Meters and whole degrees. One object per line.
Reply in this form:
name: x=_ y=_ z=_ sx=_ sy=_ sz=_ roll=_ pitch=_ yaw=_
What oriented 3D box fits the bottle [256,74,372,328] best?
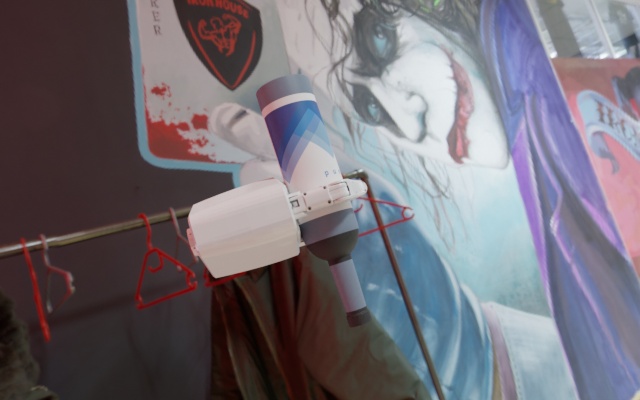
bottle: x=0.000 y=0.002 z=0.560 sx=0.069 sy=0.295 sz=0.069 roll=-18 pitch=-6 yaw=-2
